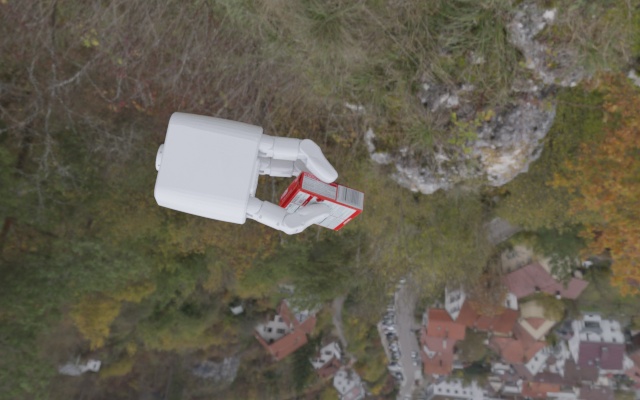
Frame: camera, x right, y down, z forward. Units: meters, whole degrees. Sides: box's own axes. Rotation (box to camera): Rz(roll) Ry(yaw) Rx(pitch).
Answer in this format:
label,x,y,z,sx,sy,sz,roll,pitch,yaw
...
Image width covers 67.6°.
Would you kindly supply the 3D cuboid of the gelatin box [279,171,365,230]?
label,x,y,z,sx,sy,sz,roll,pitch,yaw
gelatin box,0.000,0.002,0.607,0.089,0.030,0.073,19,-30,-17
